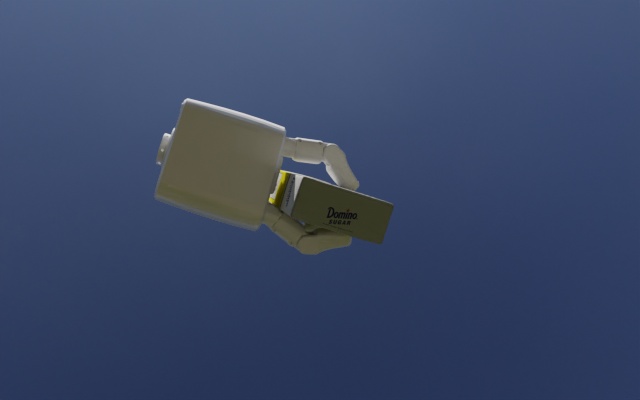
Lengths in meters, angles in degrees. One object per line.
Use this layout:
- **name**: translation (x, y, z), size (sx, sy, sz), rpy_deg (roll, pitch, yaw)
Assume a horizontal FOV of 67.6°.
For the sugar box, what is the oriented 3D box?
- **sugar box**: translation (0.000, 0.002, 0.510), size (0.093, 0.048, 0.176), rpy_deg (17, 4, -14)
